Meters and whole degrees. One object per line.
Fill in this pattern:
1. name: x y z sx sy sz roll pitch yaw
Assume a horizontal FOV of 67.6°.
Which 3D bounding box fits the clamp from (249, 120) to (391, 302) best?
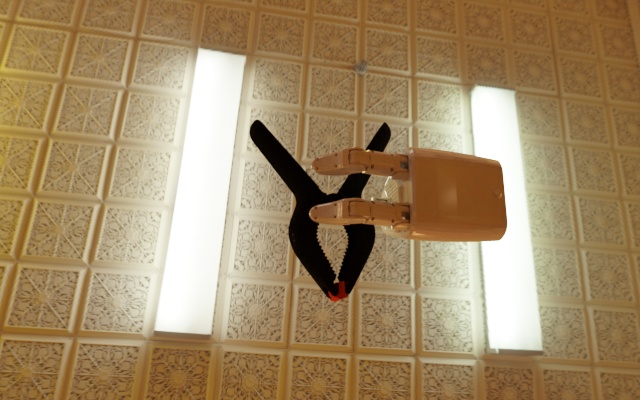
1. clamp: 0.000 0.002 0.521 0.164 0.210 0.036 5 -18 -11
